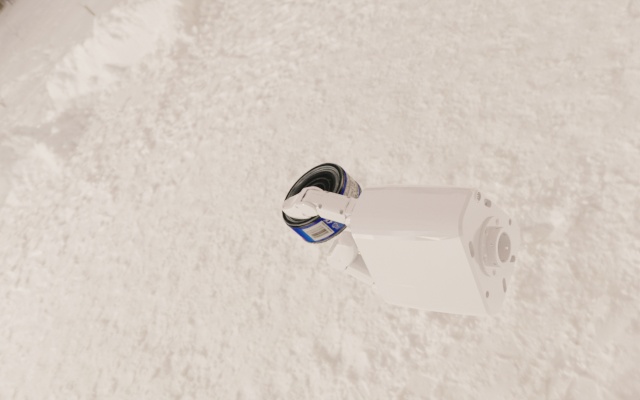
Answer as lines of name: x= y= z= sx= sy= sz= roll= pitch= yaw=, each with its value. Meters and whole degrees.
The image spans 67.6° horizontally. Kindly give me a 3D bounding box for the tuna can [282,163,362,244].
tuna can: x=0.000 y=0.001 z=0.511 sx=0.086 sy=0.086 sz=0.034 roll=0 pitch=-35 yaw=48
